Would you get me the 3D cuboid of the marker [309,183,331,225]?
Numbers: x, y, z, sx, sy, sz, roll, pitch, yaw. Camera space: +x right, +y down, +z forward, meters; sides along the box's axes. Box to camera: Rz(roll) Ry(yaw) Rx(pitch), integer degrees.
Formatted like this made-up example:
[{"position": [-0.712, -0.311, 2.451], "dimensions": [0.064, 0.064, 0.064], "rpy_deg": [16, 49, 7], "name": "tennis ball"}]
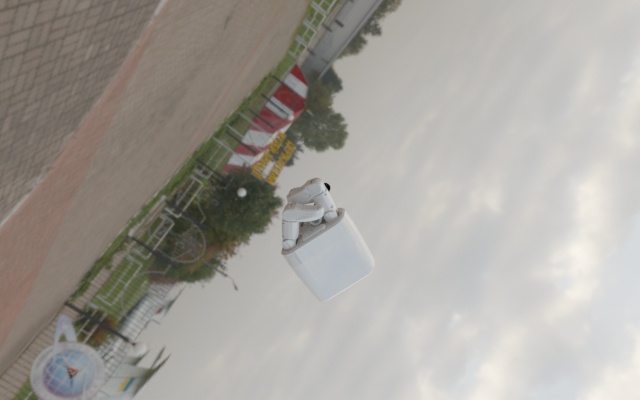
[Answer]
[{"position": [0.000, 0.002, 0.764], "dimensions": [0.020, 0.020, 0.121], "rpy_deg": [0, 27, 9], "name": "marker"}]
